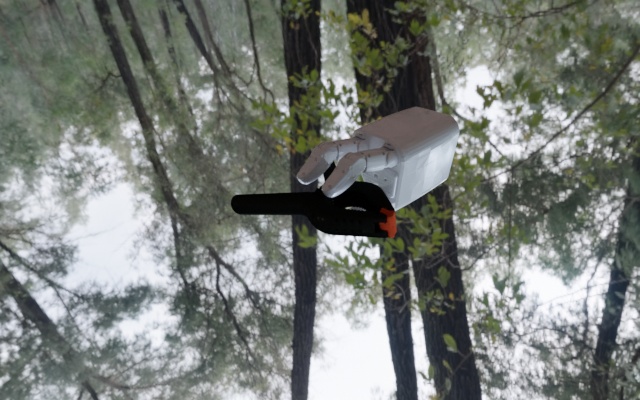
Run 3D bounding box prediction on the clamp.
[{"bbox_3d":[0.001,0.003,0.571,0.164,0.036,0.210,-26,32,-26],"label":"clamp"}]
